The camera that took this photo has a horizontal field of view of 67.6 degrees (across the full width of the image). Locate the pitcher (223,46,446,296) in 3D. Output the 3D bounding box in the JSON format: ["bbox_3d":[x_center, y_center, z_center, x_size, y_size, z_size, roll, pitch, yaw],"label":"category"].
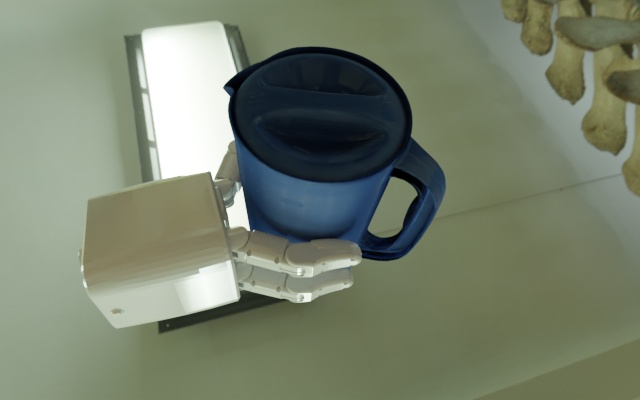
[{"bbox_3d":[0.000,0.001,0.433,0.145,0.149,0.243,-12,-32,-13],"label":"pitcher"}]
